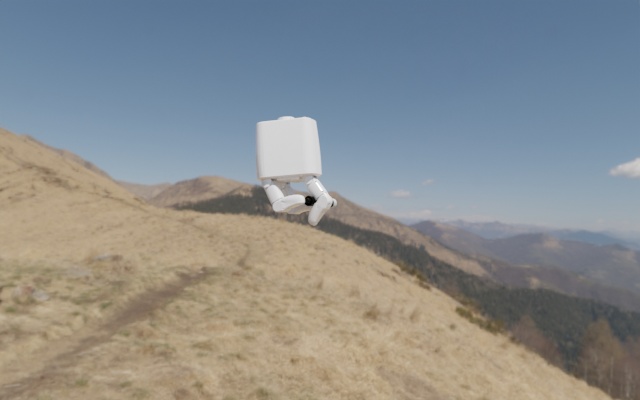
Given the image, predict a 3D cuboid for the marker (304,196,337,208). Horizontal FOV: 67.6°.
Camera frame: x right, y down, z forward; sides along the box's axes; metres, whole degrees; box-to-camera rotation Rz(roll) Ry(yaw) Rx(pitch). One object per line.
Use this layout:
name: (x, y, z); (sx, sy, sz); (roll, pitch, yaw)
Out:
marker: (0.000, 0.003, 0.896); (0.020, 0.020, 0.121); (0, -2, 23)
